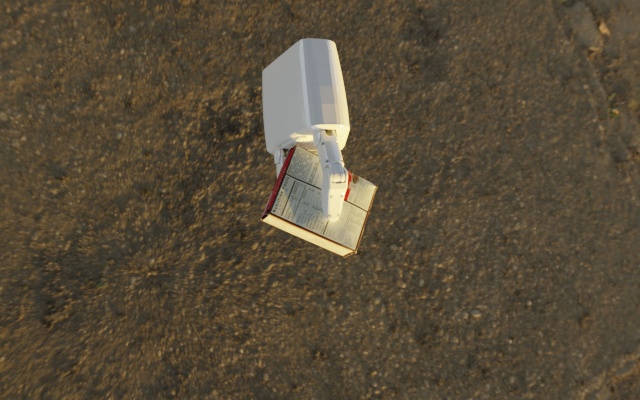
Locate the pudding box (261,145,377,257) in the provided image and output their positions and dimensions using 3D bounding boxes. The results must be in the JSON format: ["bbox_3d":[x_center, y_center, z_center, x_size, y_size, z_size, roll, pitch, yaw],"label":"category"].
[{"bbox_3d":[0.000,0.002,0.546,0.113,0.090,0.039,25,-20,-12],"label":"pudding box"}]
